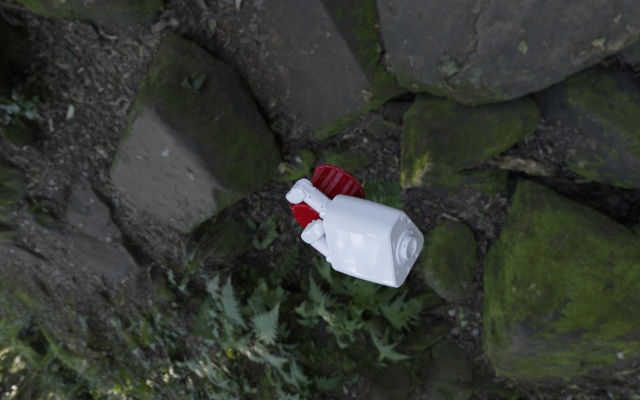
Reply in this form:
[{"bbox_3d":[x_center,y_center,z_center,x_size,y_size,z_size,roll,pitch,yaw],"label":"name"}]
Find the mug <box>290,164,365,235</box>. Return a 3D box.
[{"bbox_3d":[-0.001,0.002,0.747,0.117,0.081,0.093,12,-36,37],"label":"mug"}]
